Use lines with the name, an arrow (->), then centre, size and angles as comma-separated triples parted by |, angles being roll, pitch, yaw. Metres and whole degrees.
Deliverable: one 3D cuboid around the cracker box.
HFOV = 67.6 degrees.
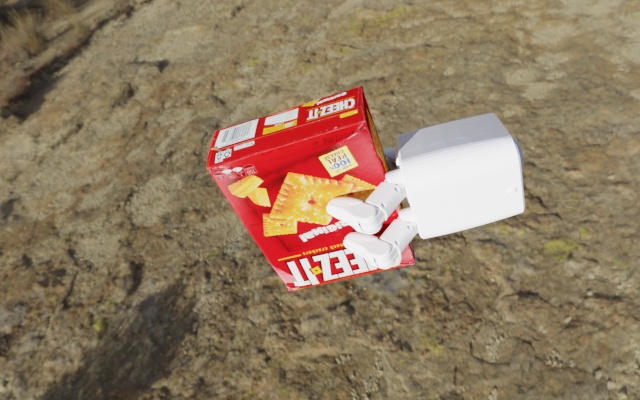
cracker box -> 0.000, 0.001, 0.523 | 0.164, 0.214, 0.072 | -14, 41, 14
